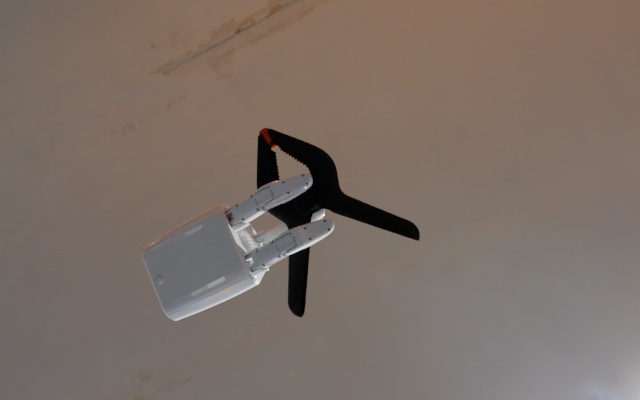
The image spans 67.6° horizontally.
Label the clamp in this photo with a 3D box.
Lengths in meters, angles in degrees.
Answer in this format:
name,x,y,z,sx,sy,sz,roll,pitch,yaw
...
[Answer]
name,x,y,z,sx,sy,sz,roll,pitch,yaw
clamp,0.000,0.002,0.539,0.164,0.210,0.036,-27,-12,3
